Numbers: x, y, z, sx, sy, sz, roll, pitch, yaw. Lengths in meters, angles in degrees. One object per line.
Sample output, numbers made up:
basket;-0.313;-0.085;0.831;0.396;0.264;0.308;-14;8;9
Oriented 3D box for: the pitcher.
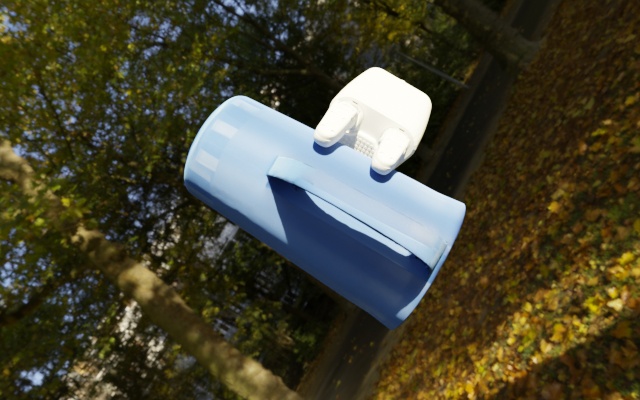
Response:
pitcher;0.000;0.001;0.441;0.243;0.149;0.145;30;38;5
